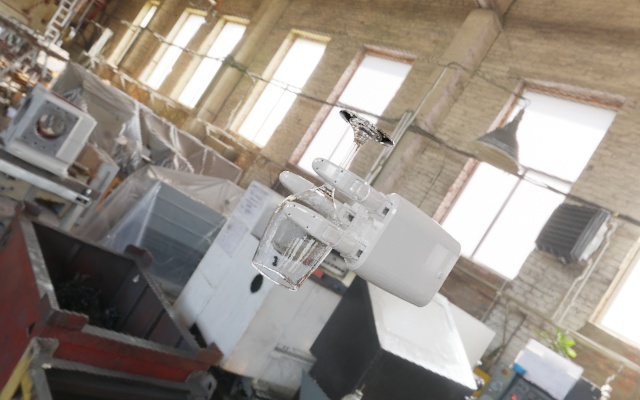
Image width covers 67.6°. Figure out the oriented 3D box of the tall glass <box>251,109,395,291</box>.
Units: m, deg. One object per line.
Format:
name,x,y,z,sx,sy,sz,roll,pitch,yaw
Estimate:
tall glass,0.000,0.001,0.541,0.079,0.201,0.079,32,-2,1
